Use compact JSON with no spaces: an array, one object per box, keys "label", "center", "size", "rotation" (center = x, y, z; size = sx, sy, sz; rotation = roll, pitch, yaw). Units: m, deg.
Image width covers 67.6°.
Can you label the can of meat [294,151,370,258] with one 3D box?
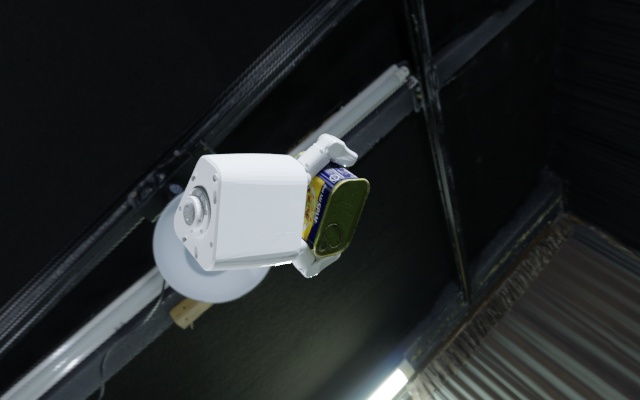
[{"label":"can of meat","center":[0.000,0.002,0.567],"size":[0.057,0.102,0.084],"rotation":[-5,32,-41]}]
